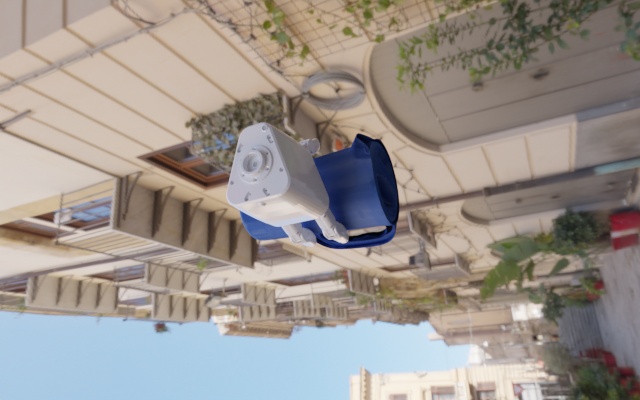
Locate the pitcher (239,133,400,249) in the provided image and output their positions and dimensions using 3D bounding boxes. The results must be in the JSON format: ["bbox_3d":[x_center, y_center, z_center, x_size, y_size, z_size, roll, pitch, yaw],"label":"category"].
[{"bbox_3d":[0.000,0.002,0.765,0.243,0.149,0.145,-12,-17,23],"label":"pitcher"}]
